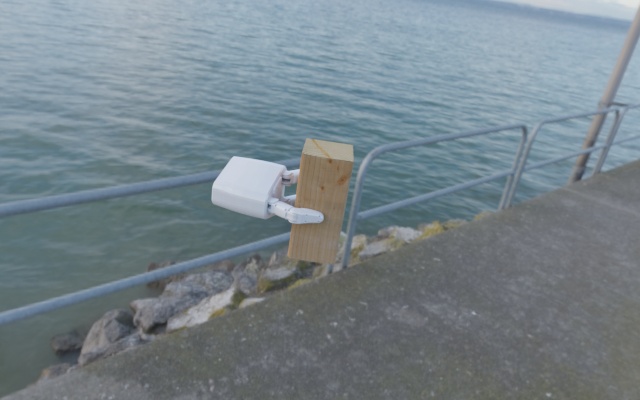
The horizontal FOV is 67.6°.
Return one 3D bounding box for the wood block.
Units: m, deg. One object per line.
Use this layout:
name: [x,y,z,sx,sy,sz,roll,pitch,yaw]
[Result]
wood block: [0.000,0.003,0.878,0.090,0.206,0.090,9,25,0]
